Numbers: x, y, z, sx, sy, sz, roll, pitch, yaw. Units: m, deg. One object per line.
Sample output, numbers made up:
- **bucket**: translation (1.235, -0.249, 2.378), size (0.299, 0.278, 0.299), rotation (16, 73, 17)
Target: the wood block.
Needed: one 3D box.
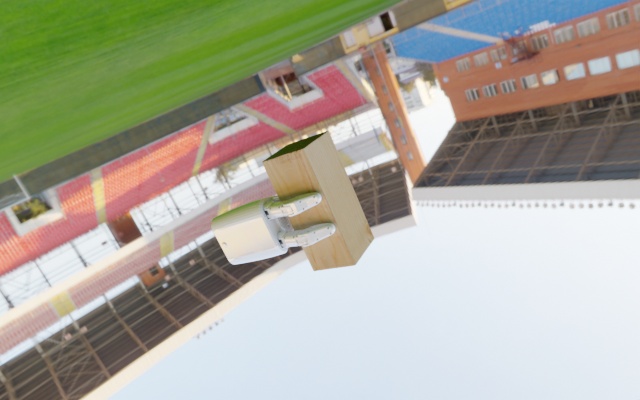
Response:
- **wood block**: translation (0.000, 0.003, 0.796), size (0.090, 0.206, 0.090), rotation (-14, 18, 33)
